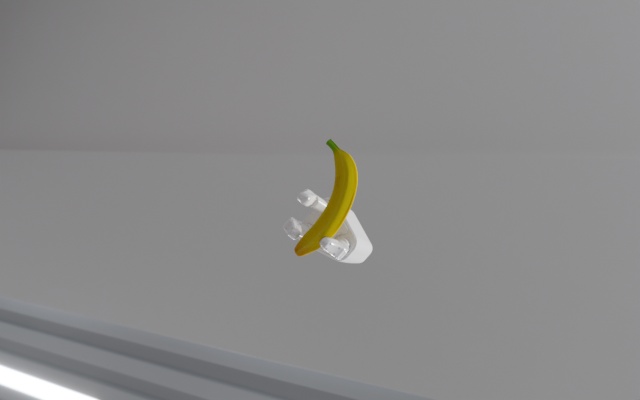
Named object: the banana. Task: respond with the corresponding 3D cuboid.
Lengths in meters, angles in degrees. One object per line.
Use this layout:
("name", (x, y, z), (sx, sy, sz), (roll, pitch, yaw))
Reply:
("banana", (0.017, 0.004, 0.774), (0.069, 0.198, 0.037), (17, -2, 24))
